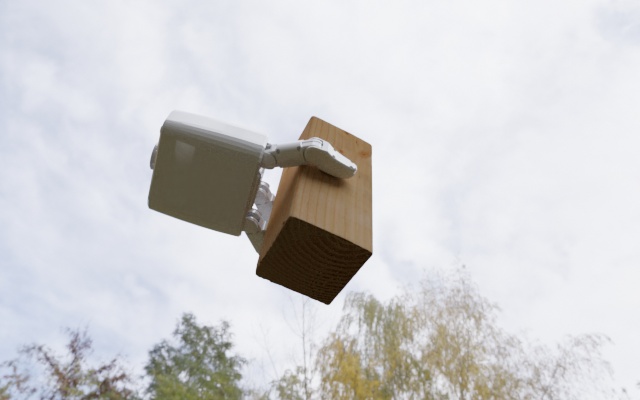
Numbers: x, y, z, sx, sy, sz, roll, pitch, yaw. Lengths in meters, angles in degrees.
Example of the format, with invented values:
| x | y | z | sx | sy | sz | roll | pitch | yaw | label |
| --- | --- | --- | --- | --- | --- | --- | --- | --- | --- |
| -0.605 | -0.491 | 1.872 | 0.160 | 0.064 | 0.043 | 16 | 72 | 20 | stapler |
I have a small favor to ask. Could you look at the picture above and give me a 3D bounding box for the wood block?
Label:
| x | y | z | sx | sy | sz | roll | pitch | yaw | label |
| --- | --- | --- | --- | --- | --- | --- | --- | --- | --- |
| 0.000 | 0.001 | 0.545 | 0.090 | 0.091 | 0.206 | 25 | 35 | -13 | wood block |
